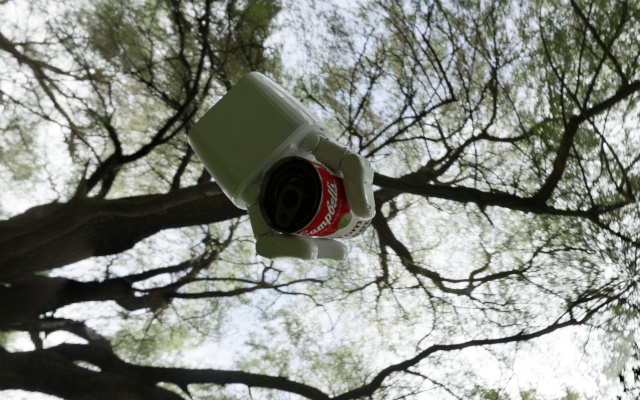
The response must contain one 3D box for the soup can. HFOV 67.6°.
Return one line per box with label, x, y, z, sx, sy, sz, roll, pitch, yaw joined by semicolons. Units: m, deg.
soup can;0.001;0.002;0.452;0.068;0.068;0.102;0;-8;33
